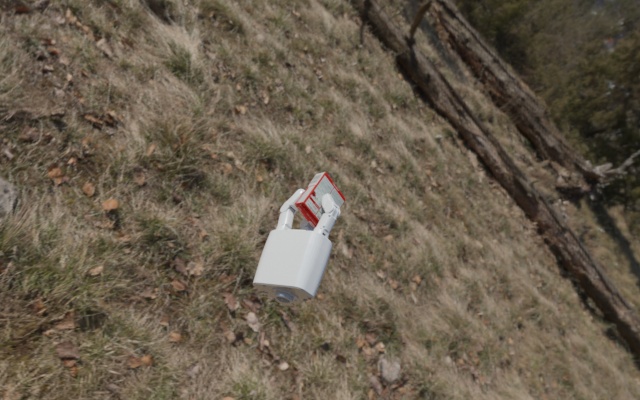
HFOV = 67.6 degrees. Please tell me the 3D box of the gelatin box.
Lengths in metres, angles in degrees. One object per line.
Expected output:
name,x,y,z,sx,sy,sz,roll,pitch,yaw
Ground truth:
gelatin box,0.001,0.003,0.896,0.030,0.073,0.089,-9,37,46
